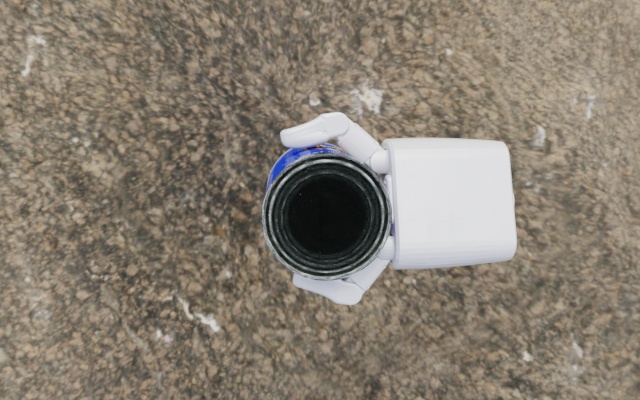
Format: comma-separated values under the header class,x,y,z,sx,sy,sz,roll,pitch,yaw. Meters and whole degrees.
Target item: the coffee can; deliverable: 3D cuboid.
class,x,y,z,sx,sy,sz,roll,pitch,yaw
coffee can,0.000,0.001,0.437,0.103,0.103,0.140,0,10,-4
